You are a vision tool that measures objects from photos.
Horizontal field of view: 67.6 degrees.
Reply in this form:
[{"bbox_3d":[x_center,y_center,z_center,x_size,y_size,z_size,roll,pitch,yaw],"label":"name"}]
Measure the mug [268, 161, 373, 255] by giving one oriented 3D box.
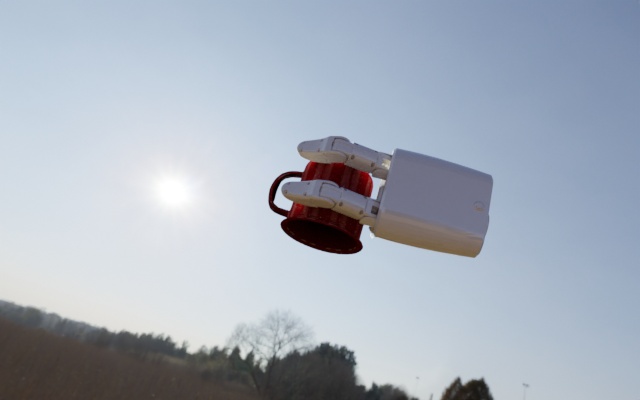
[{"bbox_3d":[-0.001,0.001,0.533,0.117,0.081,0.093,15,-23,5],"label":"mug"}]
